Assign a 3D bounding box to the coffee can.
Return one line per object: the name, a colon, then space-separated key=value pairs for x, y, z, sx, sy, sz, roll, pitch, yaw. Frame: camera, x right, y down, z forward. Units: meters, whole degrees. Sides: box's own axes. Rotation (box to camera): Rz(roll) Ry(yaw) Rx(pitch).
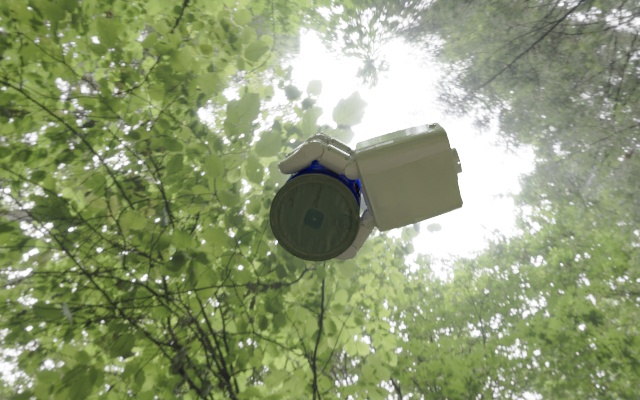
coffee can: x=0.000 y=0.002 z=0.599 sx=0.103 sy=0.103 sz=0.140 roll=0 pitch=16 yaw=6
